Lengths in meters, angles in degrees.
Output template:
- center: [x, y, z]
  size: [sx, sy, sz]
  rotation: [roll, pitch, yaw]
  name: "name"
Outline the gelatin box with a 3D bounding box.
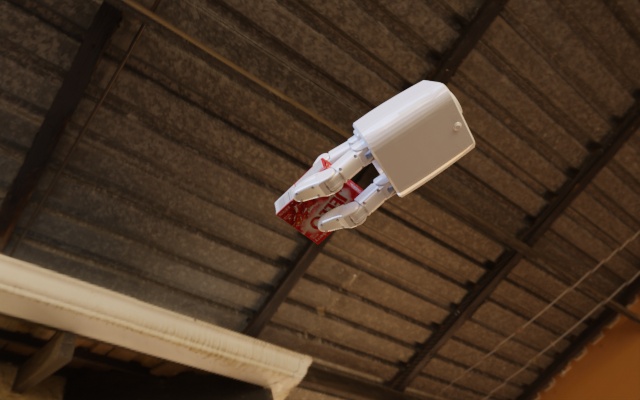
- center: [0.000, 0.002, 0.585]
  size: [0.073, 0.089, 0.030]
  rotation: [37, 21, -28]
  name: "gelatin box"
